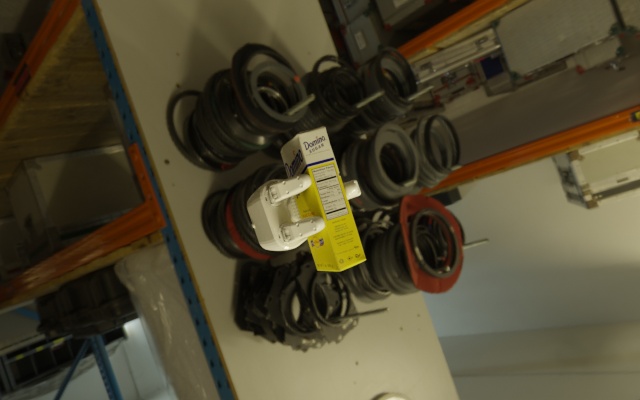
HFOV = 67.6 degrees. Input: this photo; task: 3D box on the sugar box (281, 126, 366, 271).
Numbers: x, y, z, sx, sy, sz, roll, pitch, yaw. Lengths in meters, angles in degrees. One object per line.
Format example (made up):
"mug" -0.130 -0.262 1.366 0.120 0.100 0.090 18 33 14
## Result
"sugar box" 0.000 0.002 0.622 0.048 0.176 0.093 -20 -1 -20
